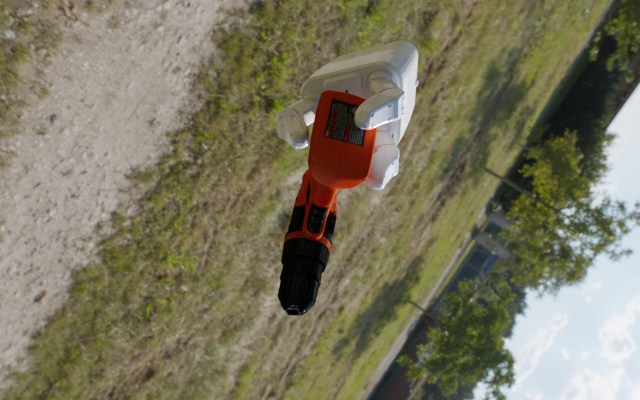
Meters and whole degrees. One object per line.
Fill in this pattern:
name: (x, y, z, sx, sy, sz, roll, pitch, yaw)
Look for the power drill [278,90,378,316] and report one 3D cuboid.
power drill: (0.000, 0.001, 0.475, 0.057, 0.184, 0.188, 14, -36, -6)
